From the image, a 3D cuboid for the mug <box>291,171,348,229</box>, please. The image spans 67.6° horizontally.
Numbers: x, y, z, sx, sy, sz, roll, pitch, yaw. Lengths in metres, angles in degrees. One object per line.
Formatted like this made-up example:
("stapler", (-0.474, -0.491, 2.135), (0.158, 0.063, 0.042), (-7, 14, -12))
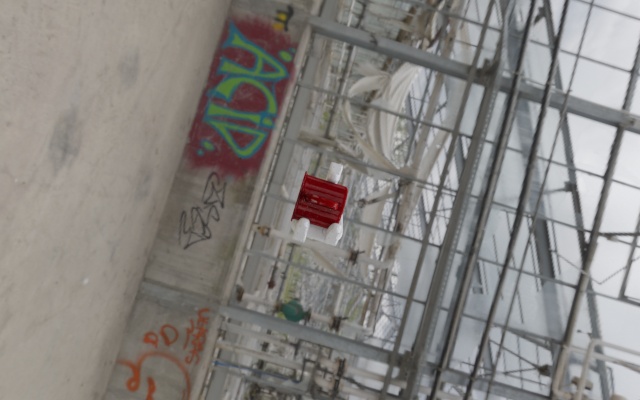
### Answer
("mug", (0.000, 0.003, 0.831), (0.081, 0.093, 0.117), (17, -6, -3))
